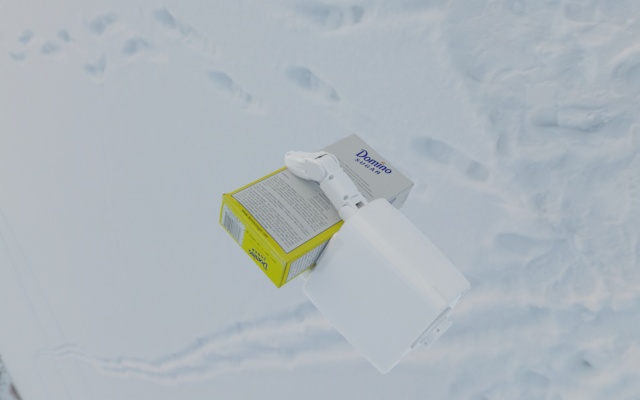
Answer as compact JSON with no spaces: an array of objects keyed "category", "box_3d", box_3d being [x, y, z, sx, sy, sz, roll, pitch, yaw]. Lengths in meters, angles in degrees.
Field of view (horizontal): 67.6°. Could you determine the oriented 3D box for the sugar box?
[{"category":"sugar box","box_3d":[0.000,0.002,0.468,0.176,0.048,0.093,-27,61,-37]}]
